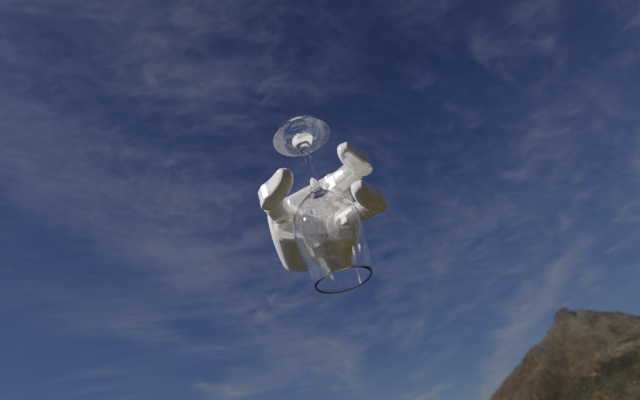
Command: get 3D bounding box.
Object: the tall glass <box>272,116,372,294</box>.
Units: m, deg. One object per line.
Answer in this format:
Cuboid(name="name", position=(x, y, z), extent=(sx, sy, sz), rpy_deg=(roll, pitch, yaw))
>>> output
Cuboid(name="tall glass", position=(0.000, 0.001, 0.544), extent=(0.079, 0.201, 0.079), rpy_deg=(-12, -32, -8))
